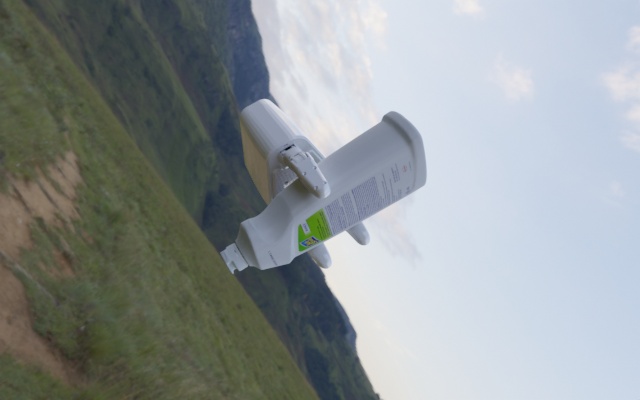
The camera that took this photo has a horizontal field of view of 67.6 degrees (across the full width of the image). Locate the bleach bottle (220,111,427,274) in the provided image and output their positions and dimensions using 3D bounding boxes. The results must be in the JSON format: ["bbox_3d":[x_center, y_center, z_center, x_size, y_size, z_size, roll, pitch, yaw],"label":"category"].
[{"bbox_3d":[0.000,0.002,0.544,0.251,0.103,0.068,-30,48,-8],"label":"bleach bottle"}]
